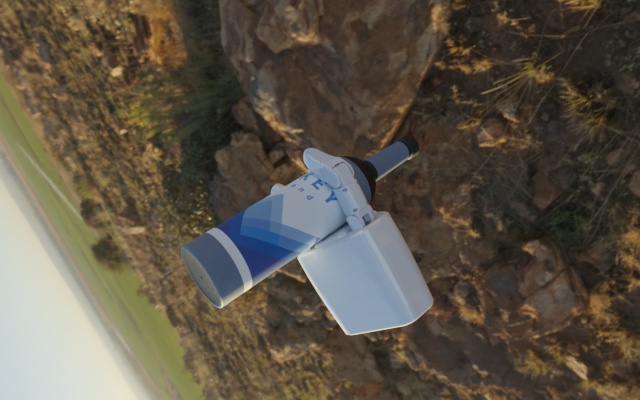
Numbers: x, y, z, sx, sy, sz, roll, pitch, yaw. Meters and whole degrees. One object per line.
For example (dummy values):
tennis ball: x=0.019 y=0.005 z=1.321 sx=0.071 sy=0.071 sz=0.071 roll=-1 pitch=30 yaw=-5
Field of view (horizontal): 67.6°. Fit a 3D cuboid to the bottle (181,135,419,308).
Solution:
bottle: x=0.000 y=0.002 z=0.504 sx=0.295 sy=0.069 sz=0.069 roll=-32 pitch=17 yaw=-29
